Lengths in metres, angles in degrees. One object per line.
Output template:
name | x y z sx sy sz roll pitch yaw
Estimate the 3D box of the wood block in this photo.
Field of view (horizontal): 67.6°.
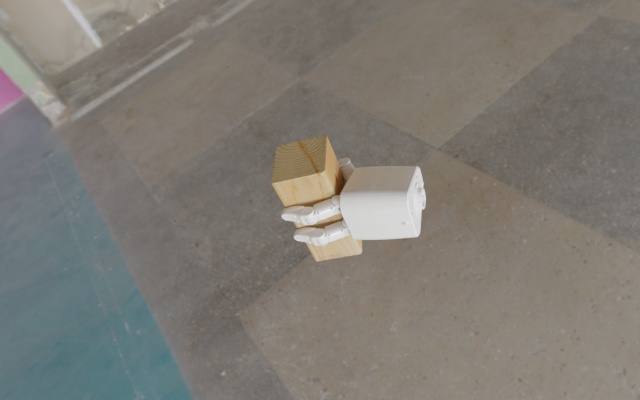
wood block | 0.000 0.002 0.810 0.090 0.090 0.206 -12 -46 15
